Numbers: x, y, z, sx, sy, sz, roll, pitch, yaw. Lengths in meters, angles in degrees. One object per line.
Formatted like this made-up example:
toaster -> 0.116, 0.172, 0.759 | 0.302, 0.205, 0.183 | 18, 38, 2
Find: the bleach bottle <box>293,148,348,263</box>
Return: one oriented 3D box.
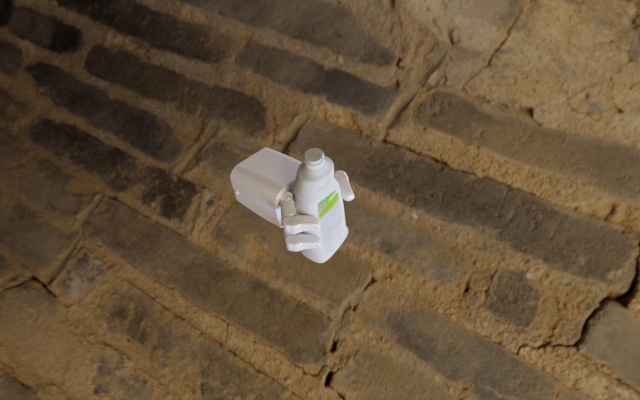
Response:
bleach bottle -> 0.000, 0.003, 0.809 | 0.068, 0.102, 0.251 | 27, -31, 21
